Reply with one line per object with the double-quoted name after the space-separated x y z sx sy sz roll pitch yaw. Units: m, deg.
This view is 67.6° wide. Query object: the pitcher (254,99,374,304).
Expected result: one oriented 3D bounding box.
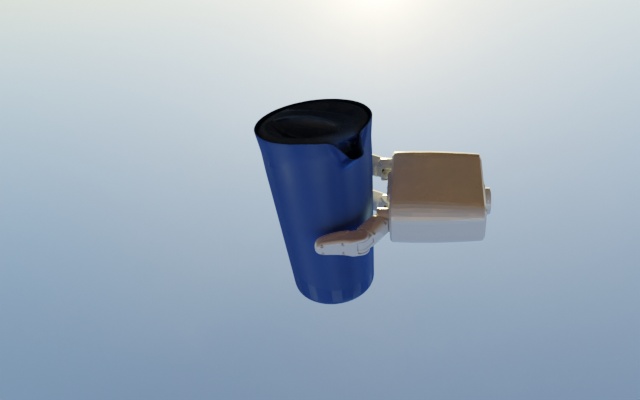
0.000 0.002 0.598 0.145 0.243 0.149 0 32 13 "pitcher"
